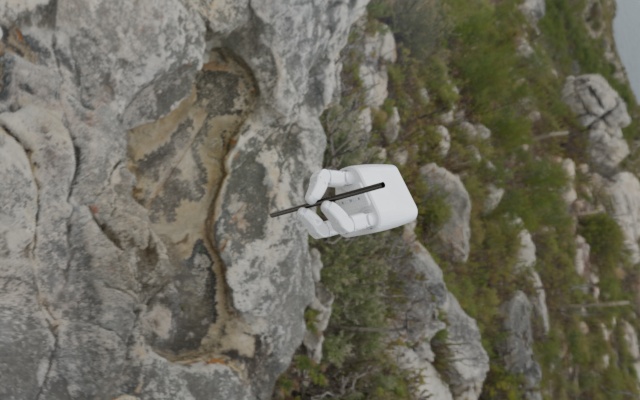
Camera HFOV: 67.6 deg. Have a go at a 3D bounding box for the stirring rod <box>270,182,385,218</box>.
[{"bbox_3d":[0.000,0.002,0.694,0.011,0.011,0.239,0,-11,-42],"label":"stirring rod"}]
